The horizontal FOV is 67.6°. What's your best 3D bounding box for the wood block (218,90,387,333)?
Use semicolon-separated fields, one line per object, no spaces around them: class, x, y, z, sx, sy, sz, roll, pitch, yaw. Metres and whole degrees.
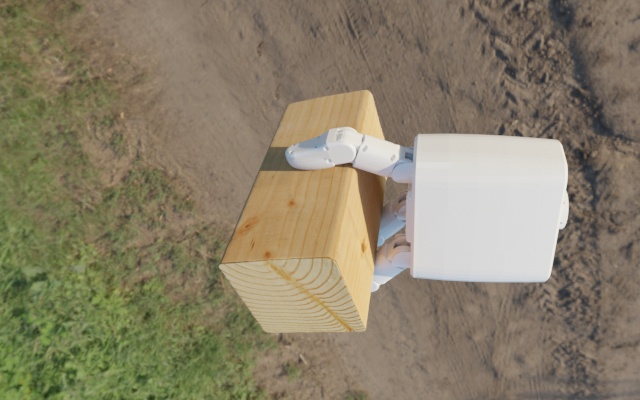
wood block;0.000;0.001;0.421;0.090;0.091;0.206;-6;42;20
